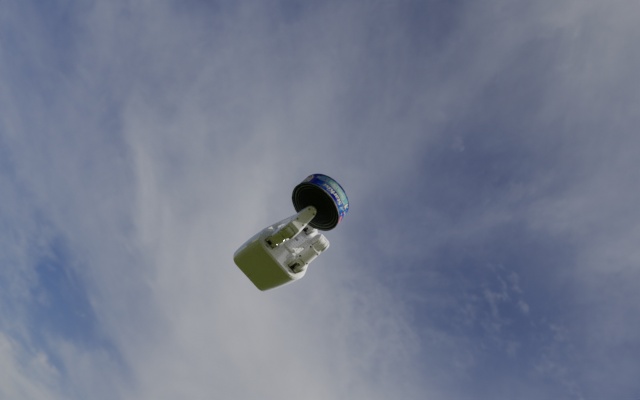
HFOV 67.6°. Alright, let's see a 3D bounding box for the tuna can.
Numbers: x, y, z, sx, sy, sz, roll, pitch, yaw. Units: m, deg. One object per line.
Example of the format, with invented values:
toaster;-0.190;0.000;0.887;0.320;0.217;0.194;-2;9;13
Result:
tuna can;0.000;0.002;0.729;0.086;0.086;0.033;0;32;41
